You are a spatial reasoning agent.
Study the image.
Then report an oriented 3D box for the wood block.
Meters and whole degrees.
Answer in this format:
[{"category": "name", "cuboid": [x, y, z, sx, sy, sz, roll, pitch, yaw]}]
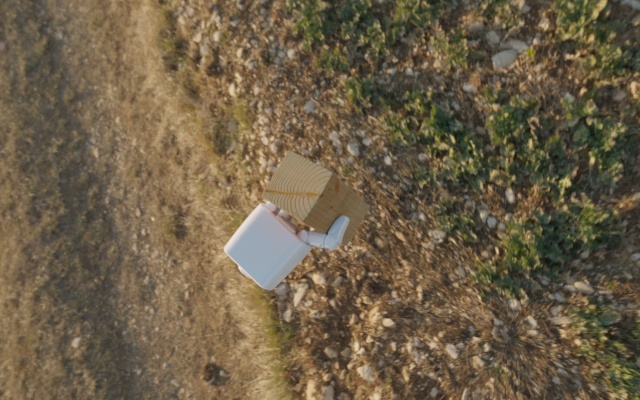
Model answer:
[{"category": "wood block", "cuboid": [0.000, 0.003, 0.824, 0.091, 0.090, 0.206, 30, -2, 26]}]
